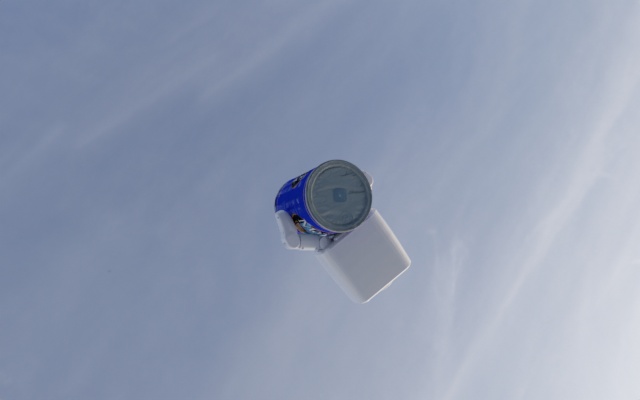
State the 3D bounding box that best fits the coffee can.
[{"bbox_3d":[0.000,0.002,0.726,0.103,0.103,0.140,0,-8,-24],"label":"coffee can"}]
